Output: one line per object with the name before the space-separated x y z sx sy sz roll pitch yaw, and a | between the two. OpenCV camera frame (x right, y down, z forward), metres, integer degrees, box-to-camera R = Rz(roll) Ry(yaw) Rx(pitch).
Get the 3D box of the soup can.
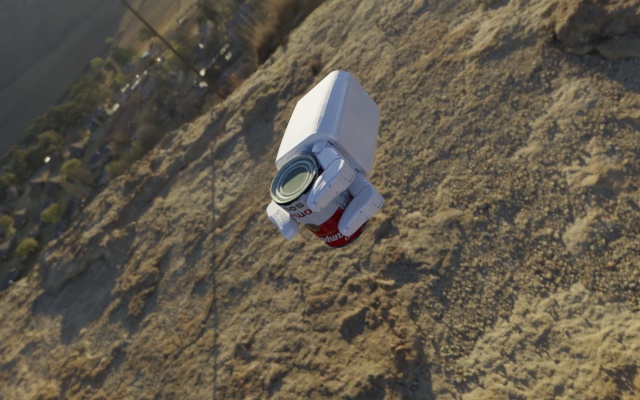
soup can | 0.000 0.002 0.548 0.068 0.068 0.102 0 -31 44
